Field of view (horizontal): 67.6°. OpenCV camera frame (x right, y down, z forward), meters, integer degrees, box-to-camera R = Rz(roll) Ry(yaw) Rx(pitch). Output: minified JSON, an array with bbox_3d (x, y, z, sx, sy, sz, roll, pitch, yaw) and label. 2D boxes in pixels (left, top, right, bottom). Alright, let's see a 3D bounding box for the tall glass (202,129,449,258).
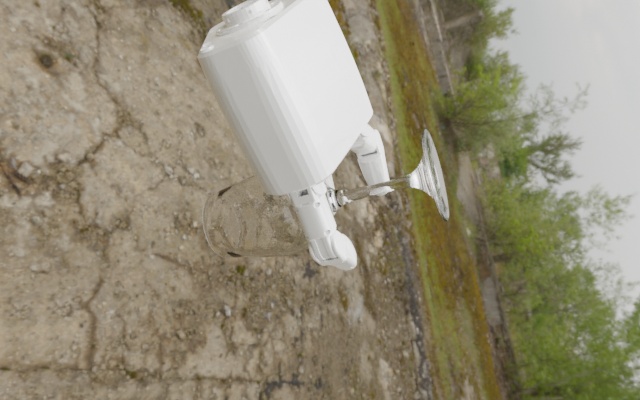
[{"bbox_3d":[0.001,0.001,0.406,0.201,0.079,0.079,-14,-5,20],"label":"tall glass"}]
